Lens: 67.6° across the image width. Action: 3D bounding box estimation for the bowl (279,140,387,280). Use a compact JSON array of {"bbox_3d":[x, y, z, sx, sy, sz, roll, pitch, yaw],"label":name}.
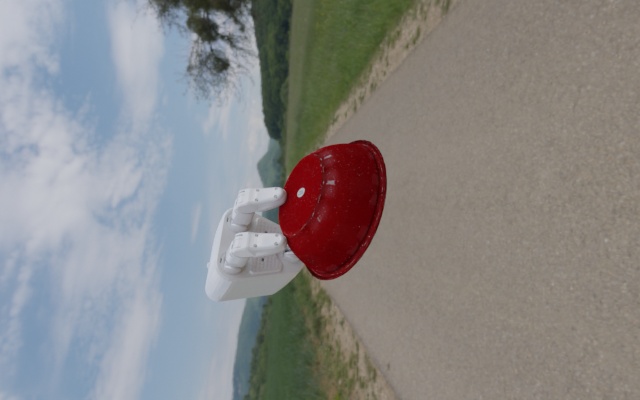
[{"bbox_3d":[0.000,0.001,0.517,0.055,0.162,0.162,20,-10,-28],"label":"bowl"}]
